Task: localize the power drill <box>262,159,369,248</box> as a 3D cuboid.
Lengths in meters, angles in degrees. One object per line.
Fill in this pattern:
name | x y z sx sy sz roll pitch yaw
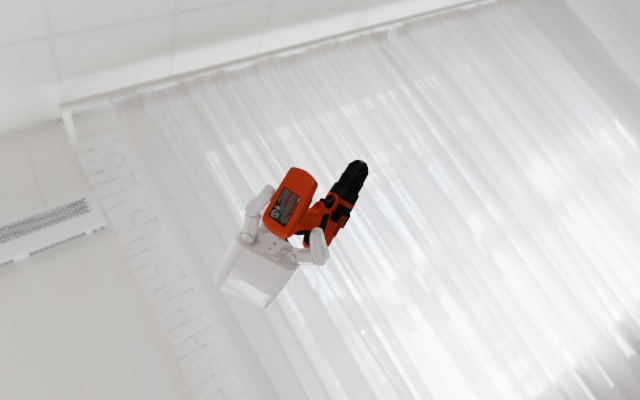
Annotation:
power drill | 0.000 0.003 0.769 0.057 0.184 0.188 31 6 28
